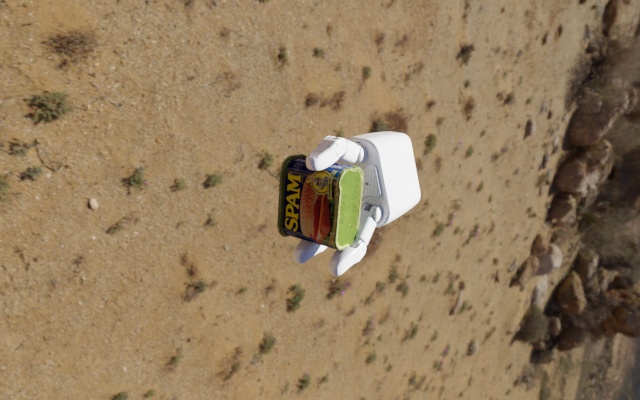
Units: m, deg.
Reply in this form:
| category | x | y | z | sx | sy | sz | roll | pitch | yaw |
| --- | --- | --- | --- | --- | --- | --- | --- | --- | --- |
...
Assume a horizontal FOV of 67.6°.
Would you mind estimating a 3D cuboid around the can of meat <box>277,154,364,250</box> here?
| category | x | y | z | sx | sy | sz | roll | pitch | yaw |
| --- | --- | --- | --- | --- | --- | --- | --- | --- | --- |
| can of meat | 0.000 | 0.002 | 0.565 | 0.084 | 0.102 | 0.057 | 14 | 17 | 33 |
